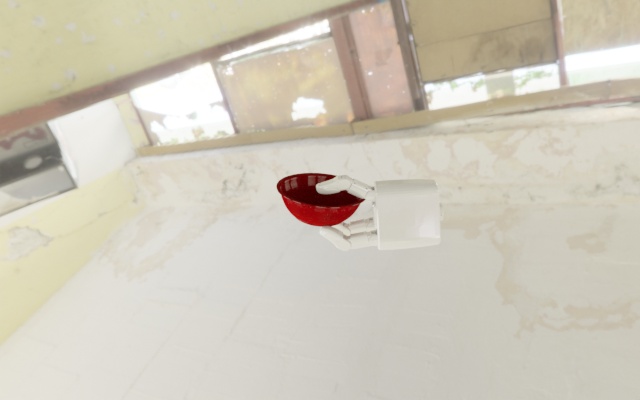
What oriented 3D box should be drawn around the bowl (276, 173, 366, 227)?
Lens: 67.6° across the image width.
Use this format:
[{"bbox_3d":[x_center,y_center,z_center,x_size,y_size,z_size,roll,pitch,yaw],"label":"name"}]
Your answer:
[{"bbox_3d":[-0.001,0.003,0.850,0.162,0.055,0.162,6,23,-2],"label":"bowl"}]
